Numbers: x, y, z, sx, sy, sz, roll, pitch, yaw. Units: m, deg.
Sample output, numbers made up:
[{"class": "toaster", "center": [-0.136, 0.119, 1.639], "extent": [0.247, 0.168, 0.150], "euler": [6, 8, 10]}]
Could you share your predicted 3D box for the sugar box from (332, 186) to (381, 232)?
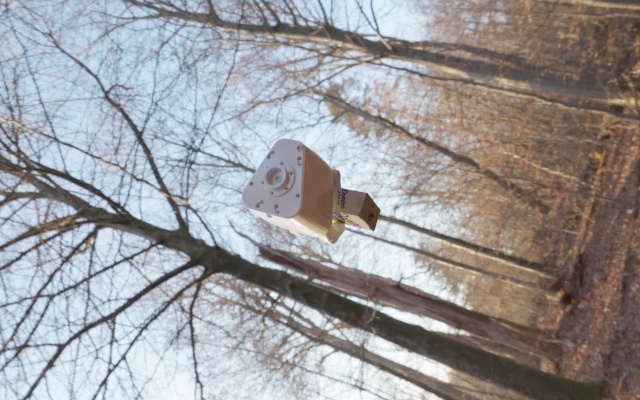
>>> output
[{"class": "sugar box", "center": [0.000, 0.003, 0.766], "extent": [0.176, 0.048, 0.093], "euler": [15, -12, 24]}]
